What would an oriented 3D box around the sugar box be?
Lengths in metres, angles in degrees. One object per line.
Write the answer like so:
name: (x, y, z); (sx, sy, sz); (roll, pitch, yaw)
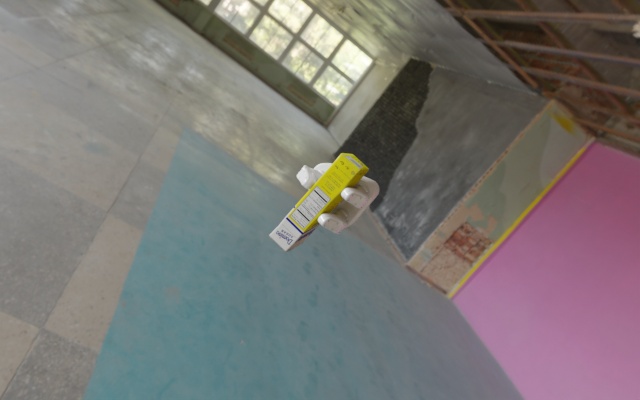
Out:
sugar box: (0.001, 0.003, 0.771); (0.048, 0.176, 0.093); (41, 13, 9)
